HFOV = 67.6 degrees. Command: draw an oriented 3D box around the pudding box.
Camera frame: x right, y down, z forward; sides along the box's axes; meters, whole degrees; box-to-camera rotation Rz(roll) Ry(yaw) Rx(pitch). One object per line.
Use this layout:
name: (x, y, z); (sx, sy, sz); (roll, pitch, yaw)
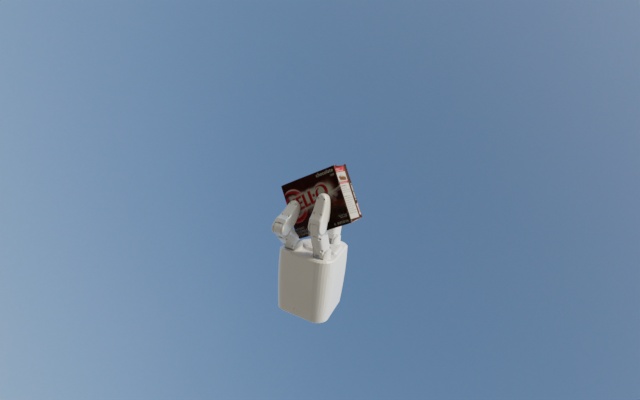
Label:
pudding box: (0.000, 0.002, 0.739); (0.113, 0.090, 0.039); (-20, -3, 35)
